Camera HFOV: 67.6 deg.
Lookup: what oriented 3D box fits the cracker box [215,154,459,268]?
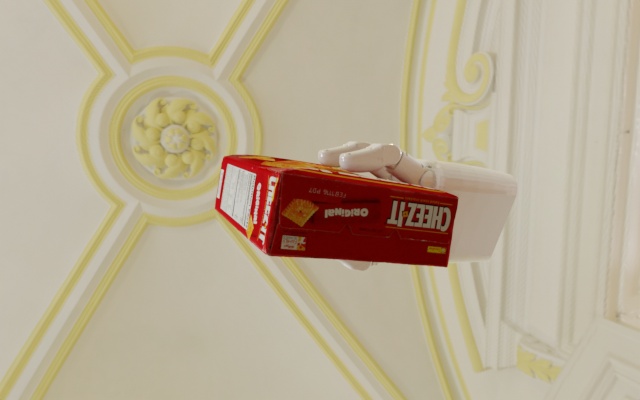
[{"bbox_3d":[0.000,0.002,0.467,0.164,0.072,0.213,6,5,-23],"label":"cracker box"}]
